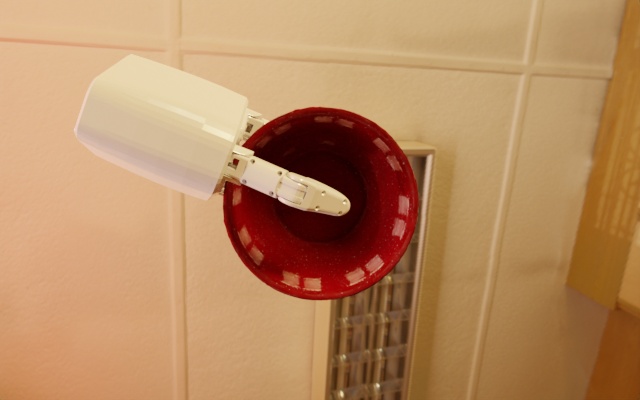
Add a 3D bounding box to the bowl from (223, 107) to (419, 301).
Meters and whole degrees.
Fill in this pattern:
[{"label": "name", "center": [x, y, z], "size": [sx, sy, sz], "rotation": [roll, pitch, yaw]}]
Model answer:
[{"label": "bowl", "center": [0.001, 0.002, 0.417], "size": [0.162, 0.162, 0.055], "rotation": [0, 9, -1]}]
